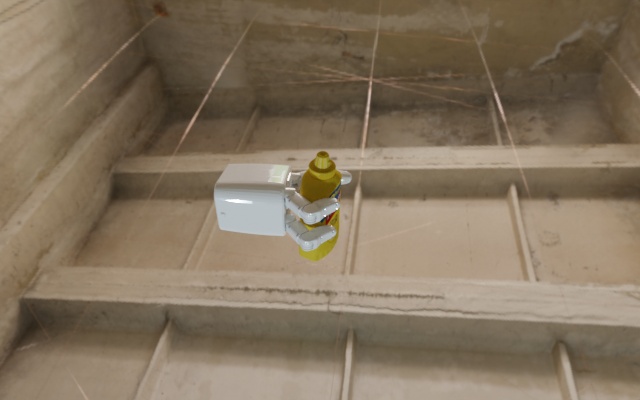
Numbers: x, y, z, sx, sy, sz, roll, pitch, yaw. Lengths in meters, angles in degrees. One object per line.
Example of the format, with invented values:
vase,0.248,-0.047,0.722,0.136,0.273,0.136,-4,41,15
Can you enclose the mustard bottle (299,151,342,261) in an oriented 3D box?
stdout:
mustard bottle,0.000,0.003,0.766,0.058,0.192,0.096,21,45,20
